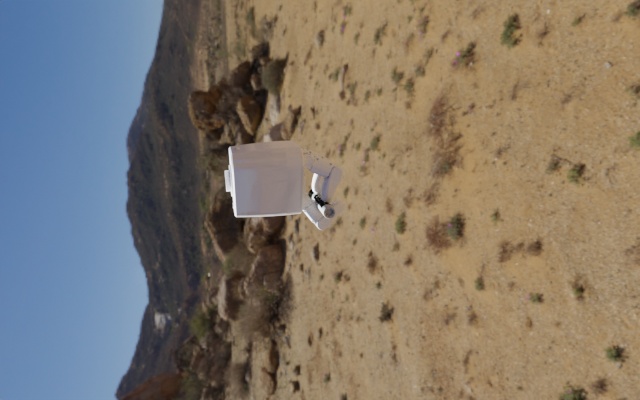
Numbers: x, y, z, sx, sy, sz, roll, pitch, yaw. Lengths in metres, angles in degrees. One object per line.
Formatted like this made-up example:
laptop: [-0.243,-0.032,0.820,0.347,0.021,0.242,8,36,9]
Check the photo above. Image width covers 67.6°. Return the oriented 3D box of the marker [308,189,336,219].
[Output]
marker: [0.000,0.003,0.770,0.020,0.020,0.121,0,16,-13]
